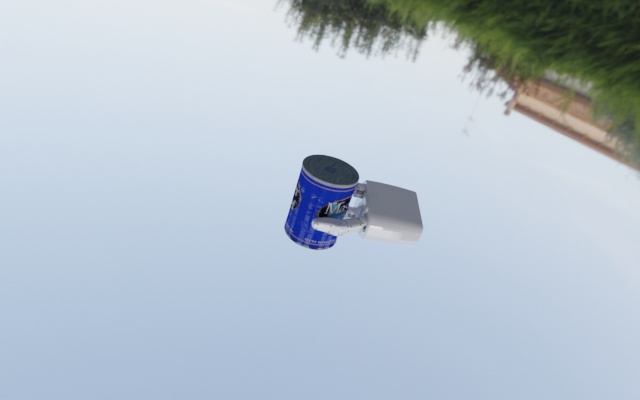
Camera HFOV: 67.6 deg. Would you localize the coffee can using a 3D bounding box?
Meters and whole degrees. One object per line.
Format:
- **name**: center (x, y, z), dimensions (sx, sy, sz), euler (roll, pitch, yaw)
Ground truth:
- **coffee can**: center (0.000, 0.003, 0.858), dimensions (0.103, 0.140, 0.102), euler (13, 30, -8)
